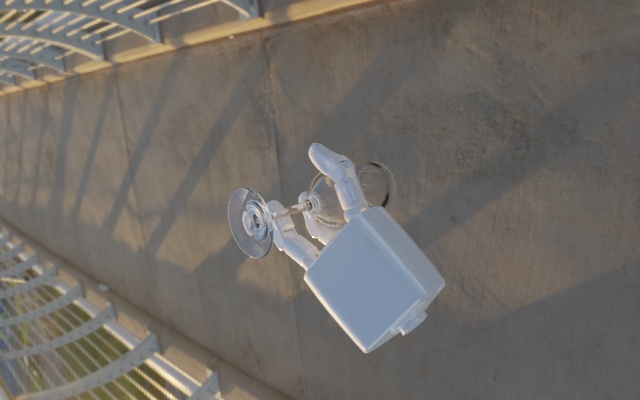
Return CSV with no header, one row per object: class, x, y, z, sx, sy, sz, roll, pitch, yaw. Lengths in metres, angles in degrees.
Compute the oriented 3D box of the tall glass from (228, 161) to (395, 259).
tall glass,0.000,0.002,0.542,0.201,0.079,0.079,-17,12,-42
